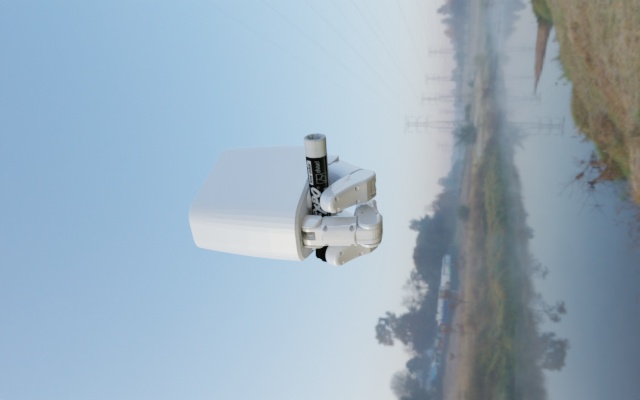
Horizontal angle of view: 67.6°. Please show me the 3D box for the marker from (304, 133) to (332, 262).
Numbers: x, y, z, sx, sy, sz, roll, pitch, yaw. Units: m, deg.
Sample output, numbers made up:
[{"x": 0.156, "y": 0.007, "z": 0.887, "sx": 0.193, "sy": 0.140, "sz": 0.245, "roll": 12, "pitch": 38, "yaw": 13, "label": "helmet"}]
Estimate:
[{"x": 0.000, "y": 0.001, "z": 0.419, "sx": 0.020, "sy": 0.121, "sz": 0.020, "roll": -4, "pitch": 27, "yaw": 2, "label": "marker"}]
